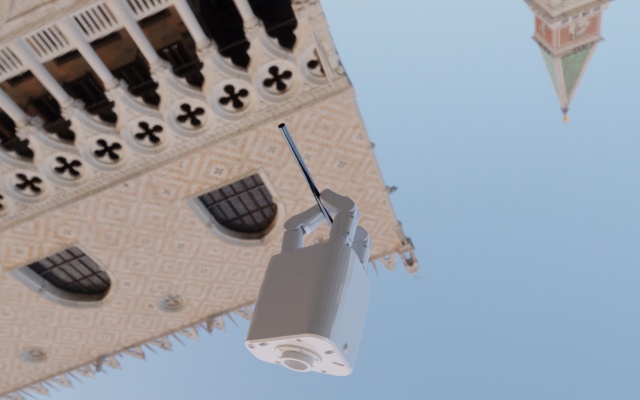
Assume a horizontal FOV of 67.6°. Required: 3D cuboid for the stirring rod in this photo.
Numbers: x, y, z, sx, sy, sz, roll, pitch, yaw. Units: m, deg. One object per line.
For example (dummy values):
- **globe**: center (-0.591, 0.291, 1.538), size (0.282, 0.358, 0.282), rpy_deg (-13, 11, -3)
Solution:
- **stirring rod**: center (0.000, 0.002, 0.571), size (0.011, 0.011, 0.240), rpy_deg (0, -41, 26)
